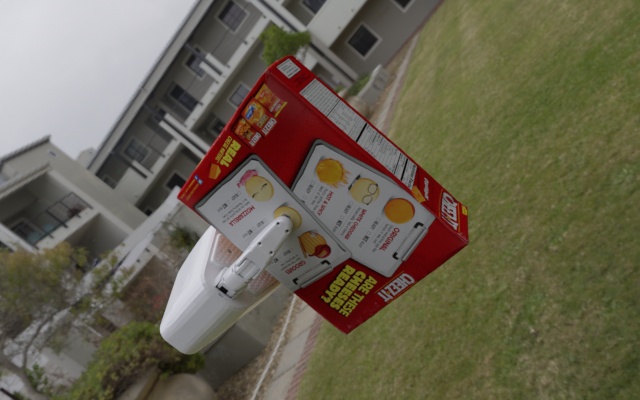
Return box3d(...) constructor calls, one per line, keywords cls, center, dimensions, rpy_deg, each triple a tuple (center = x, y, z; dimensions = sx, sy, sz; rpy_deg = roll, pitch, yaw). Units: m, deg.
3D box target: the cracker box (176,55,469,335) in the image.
box3d(cls="cracker box", center=(0.000, 0.001, 0.440), dimensions=(0.164, 0.214, 0.072), rpy_deg=(-46, 8, 33))
